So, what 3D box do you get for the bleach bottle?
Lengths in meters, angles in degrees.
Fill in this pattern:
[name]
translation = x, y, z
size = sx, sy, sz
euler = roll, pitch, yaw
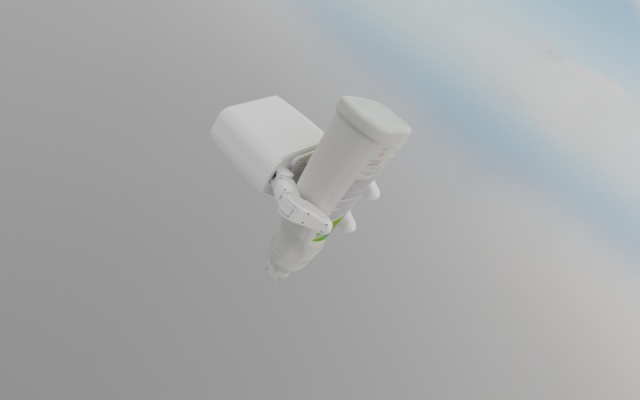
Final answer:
[bleach bottle]
translation = 0.000, 0.002, 0.558
size = 0.068, 0.251, 0.102
euler = 44, 27, 20
